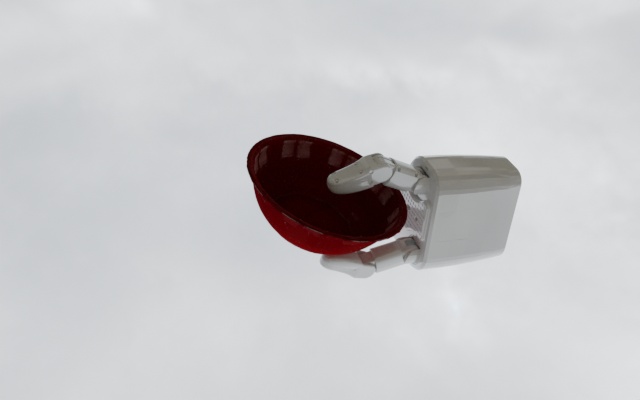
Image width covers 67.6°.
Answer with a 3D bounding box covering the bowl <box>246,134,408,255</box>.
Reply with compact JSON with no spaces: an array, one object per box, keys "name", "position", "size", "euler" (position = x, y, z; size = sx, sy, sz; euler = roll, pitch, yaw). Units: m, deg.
[{"name":"bowl","position":[-0.001,0.002,0.465],"size":[0.162,0.055,0.162],"euler":[17,34,-12]}]
